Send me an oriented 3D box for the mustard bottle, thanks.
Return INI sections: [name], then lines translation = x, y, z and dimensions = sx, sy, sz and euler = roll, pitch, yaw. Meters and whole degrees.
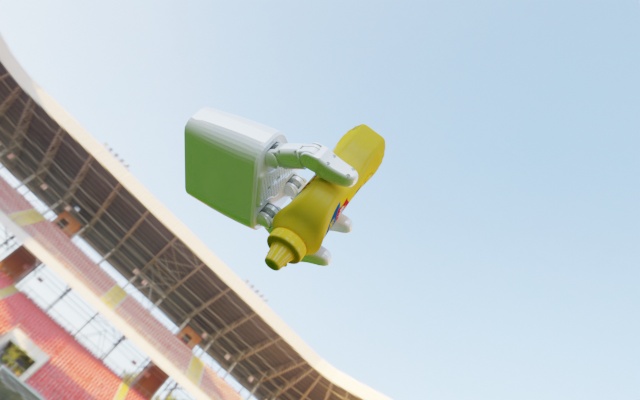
[mustard bottle]
translation = 0.001, 0.002, 0.520
dimensions = 0.058, 0.191, 0.096
euler = 38, -36, 2
